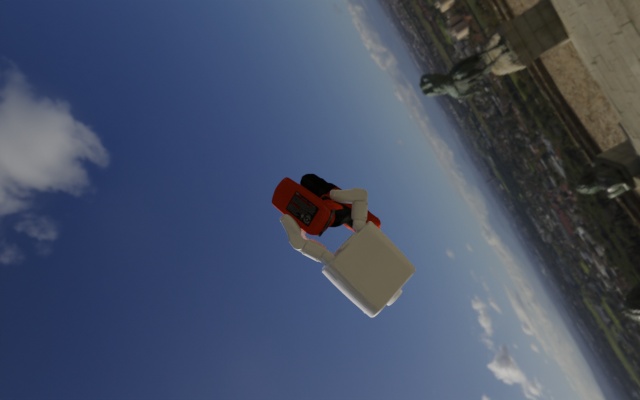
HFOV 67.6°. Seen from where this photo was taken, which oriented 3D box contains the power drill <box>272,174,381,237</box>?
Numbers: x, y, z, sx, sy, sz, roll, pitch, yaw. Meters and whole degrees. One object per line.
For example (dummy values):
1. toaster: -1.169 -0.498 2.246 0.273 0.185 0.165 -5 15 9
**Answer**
1. power drill: 0.000 0.003 0.826 0.184 0.057 0.187 35 16 26
